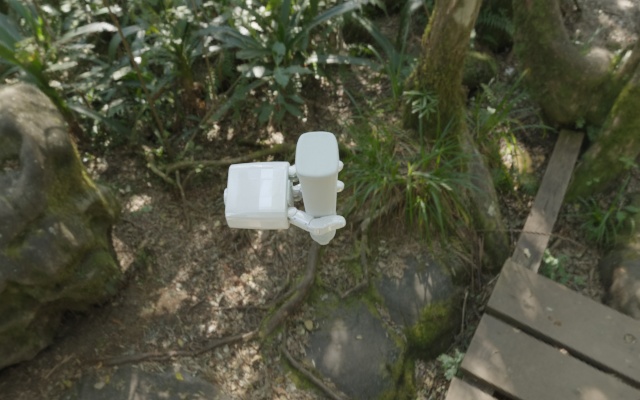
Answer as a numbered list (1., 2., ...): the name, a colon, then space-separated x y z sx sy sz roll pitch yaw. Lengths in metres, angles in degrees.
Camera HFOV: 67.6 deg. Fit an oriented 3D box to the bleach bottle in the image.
1. bleach bottle: 0.000 0.003 0.836 0.068 0.102 0.251 -1 -39 2
